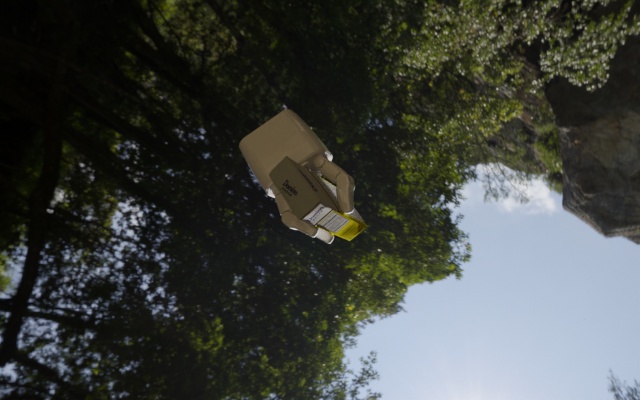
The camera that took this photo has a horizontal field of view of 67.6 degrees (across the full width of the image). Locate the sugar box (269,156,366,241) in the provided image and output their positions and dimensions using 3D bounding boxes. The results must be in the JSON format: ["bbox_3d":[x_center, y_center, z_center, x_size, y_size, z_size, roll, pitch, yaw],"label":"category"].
[{"bbox_3d":[0.000,0.003,0.723,0.048,0.093,0.176,-43,-29,13],"label":"sugar box"}]
